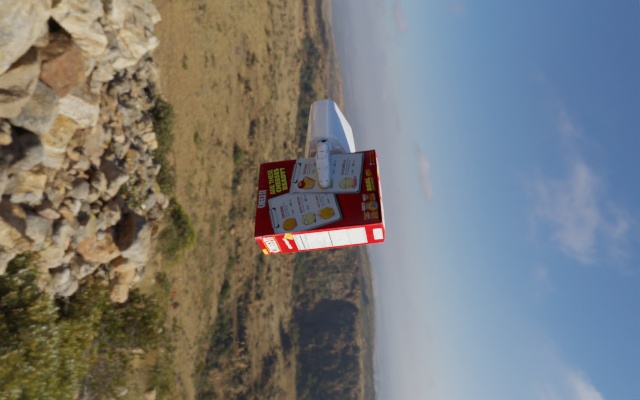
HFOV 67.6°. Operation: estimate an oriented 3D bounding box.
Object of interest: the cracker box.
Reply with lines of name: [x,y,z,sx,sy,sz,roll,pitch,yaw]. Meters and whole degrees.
cracker box: [0.000,0.003,0.838,0.214,0.164,0.072,-7,-38,8]
